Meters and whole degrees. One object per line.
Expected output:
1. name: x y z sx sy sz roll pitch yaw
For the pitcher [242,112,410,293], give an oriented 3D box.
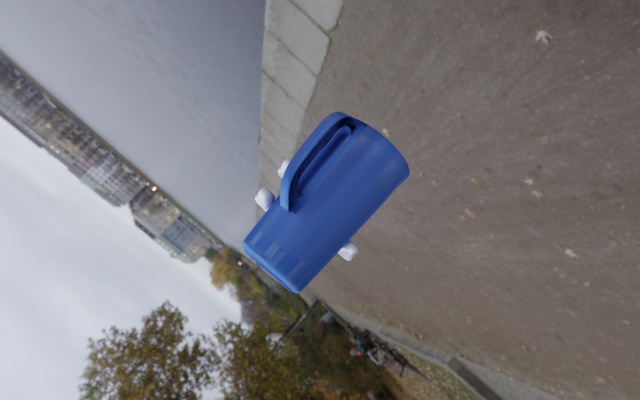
1. pitcher: 0.000 0.002 0.676 0.149 0.243 0.145 42 -11 -6
